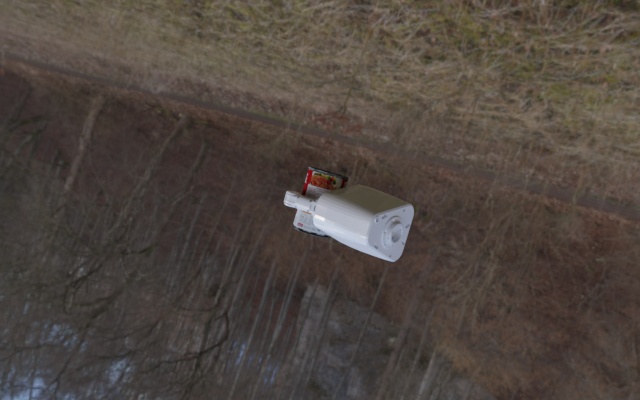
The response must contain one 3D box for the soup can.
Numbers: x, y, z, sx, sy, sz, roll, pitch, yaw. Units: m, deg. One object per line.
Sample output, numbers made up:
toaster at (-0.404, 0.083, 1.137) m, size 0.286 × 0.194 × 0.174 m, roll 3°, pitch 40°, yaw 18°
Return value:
soup can at (0.000, 0.003, 0.779) m, size 0.068 × 0.102 × 0.068 m, roll 15°, pitch 6°, yaw -2°
